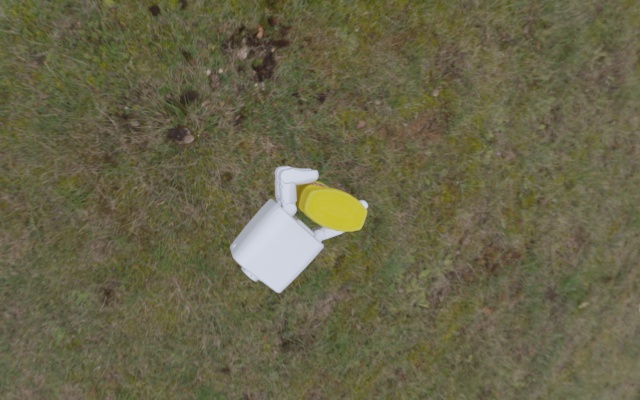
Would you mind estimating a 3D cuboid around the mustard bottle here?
[{"bbox_3d":[0.000,0.002,0.767,0.096,0.058,0.191,17,3,-16],"label":"mustard bottle"}]
